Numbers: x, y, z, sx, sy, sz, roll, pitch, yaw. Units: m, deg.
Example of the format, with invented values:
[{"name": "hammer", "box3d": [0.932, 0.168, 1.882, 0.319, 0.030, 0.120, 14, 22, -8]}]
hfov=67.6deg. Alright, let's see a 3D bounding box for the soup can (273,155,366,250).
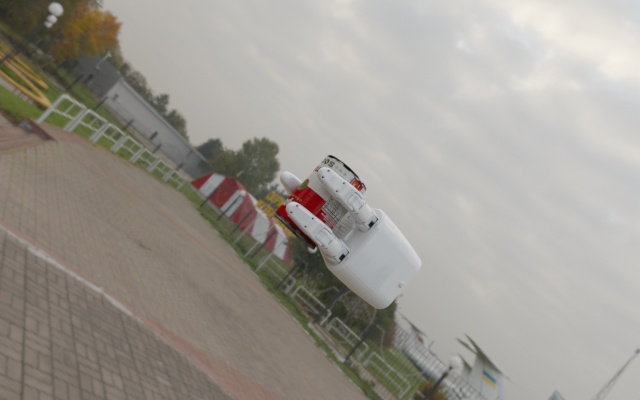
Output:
[{"name": "soup can", "box3d": [0.000, 0.001, 0.596, 0.068, 0.102, 0.068, 42, -7, 6]}]
